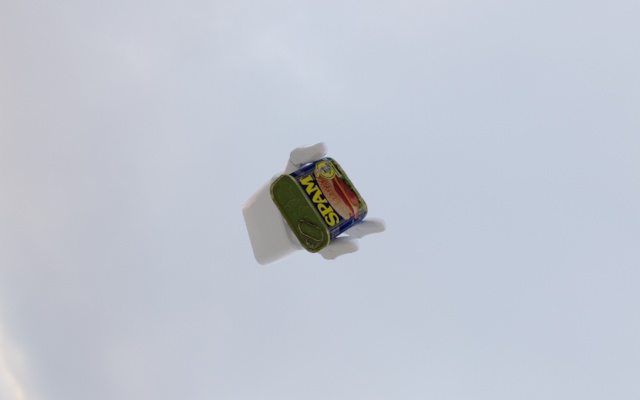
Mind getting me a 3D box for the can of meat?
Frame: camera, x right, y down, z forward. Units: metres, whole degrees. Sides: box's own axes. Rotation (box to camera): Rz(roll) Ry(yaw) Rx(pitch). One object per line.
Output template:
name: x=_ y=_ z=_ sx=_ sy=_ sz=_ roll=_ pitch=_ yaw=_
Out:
can of meat: x=0.000 y=0.002 z=0.605 sx=0.084 sy=0.102 sz=0.057 roll=-29 pitch=-6 yaw=-41
